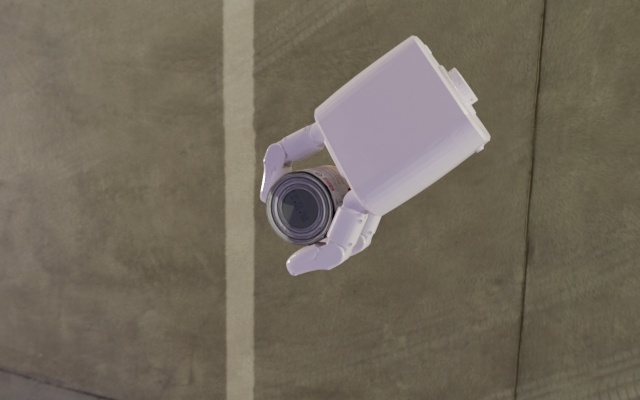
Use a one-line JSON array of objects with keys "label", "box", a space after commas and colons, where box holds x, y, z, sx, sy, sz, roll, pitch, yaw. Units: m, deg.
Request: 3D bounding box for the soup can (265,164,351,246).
[{"label": "soup can", "box": [0.000, 0.002, 0.460, 0.068, 0.068, 0.102, 0, 7, 22]}]
